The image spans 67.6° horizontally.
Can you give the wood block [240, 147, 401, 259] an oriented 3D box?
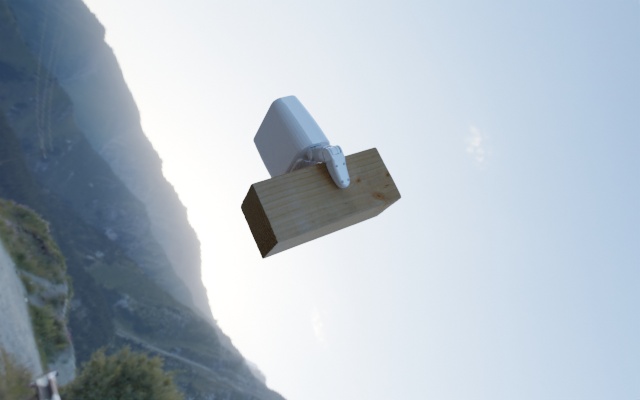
[{"bbox_3d":[0.000,0.002,0.703,0.206,0.090,0.091,-19,-14,-26],"label":"wood block"}]
